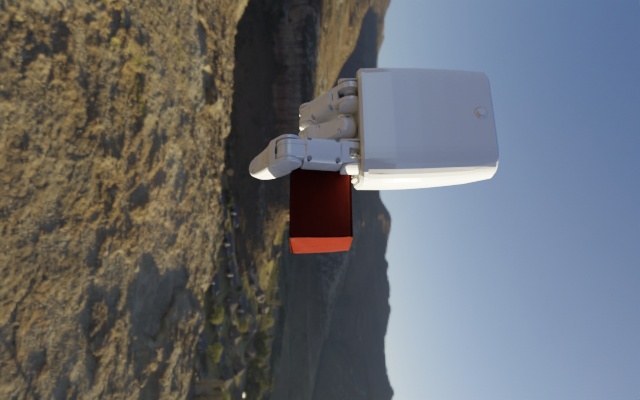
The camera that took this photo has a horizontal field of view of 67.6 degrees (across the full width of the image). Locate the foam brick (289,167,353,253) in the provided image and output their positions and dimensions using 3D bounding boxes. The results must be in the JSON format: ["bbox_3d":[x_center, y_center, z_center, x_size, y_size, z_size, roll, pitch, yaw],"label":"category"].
[{"bbox_3d":[0.000,0.002,0.403,0.051,0.078,0.053,0,-18,-2],"label":"foam brick"}]
